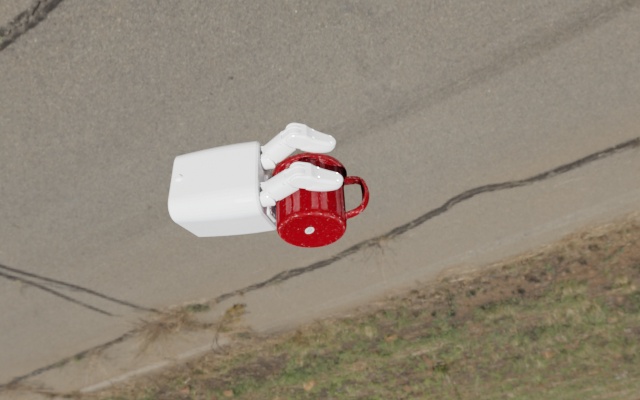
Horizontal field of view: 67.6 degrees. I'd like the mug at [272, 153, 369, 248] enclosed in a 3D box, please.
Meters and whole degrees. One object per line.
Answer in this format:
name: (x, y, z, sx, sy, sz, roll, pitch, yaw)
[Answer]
mug: (0.002, 0.002, 0.568, 0.117, 0.081, 0.093, -8, -35, 6)
